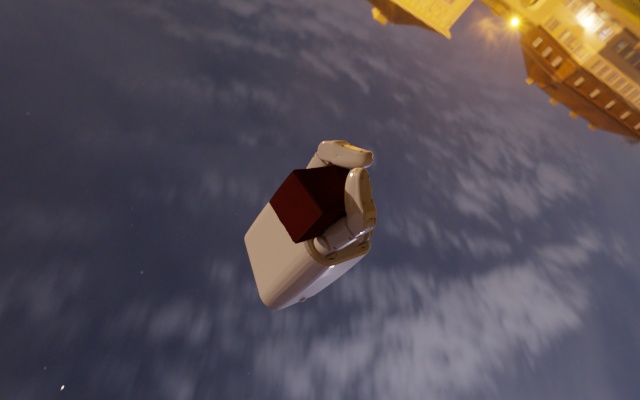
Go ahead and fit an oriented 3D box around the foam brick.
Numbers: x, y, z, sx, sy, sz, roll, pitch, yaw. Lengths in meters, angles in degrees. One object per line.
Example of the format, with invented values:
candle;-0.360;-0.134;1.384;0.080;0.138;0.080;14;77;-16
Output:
foam brick;0.000;0.001;0.467;0.078;0.053;0.051;-11;-28;-49
